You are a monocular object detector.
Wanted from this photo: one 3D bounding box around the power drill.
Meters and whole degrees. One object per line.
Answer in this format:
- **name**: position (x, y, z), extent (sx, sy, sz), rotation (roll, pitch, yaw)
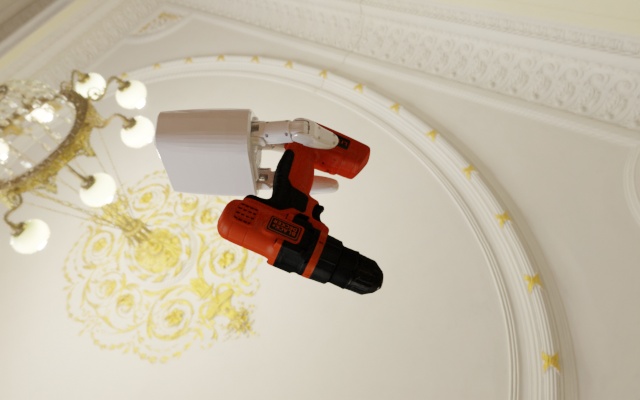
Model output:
- **power drill**: position (0.000, 0.001, 0.543), extent (0.184, 0.187, 0.057), rotation (24, -40, -4)
